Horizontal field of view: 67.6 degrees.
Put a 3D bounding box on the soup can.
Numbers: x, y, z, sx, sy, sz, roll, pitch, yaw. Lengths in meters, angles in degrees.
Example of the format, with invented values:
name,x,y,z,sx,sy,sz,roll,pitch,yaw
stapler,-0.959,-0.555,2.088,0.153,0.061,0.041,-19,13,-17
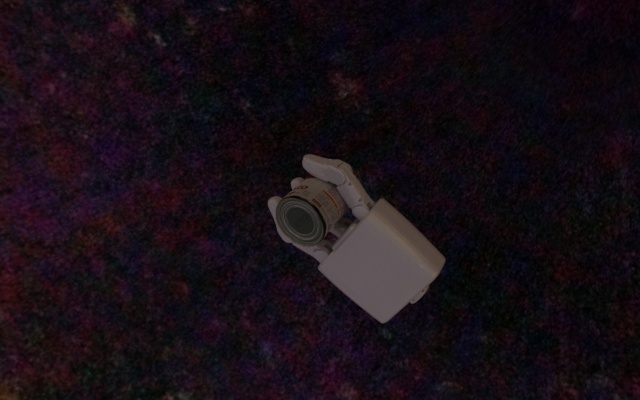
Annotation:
name,x,y,z,sx,sy,sz,roll,pitch,yaw
soup can,0.000,0.002,0.579,0.068,0.068,0.102,0,28,33
